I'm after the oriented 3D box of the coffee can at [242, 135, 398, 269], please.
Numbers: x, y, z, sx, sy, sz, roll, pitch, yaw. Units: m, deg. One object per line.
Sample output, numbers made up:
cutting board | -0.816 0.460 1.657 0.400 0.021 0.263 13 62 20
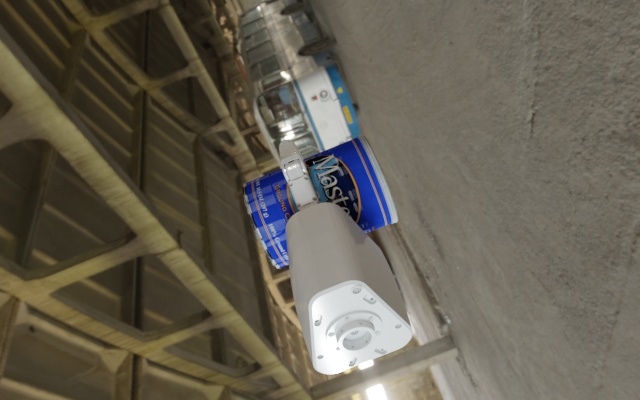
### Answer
coffee can | 0.000 0.002 0.522 0.140 0.103 0.103 -22 -1 2
